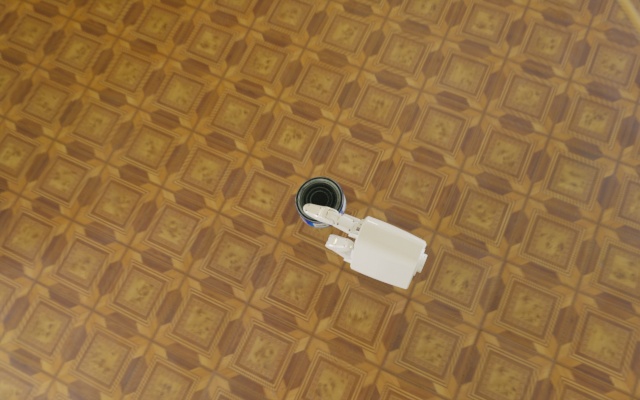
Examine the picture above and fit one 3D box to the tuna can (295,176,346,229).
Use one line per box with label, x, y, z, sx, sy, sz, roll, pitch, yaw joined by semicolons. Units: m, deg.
tuna can;0.000;0.002;0.822;0.086;0.086;0.034;0;-18;9
